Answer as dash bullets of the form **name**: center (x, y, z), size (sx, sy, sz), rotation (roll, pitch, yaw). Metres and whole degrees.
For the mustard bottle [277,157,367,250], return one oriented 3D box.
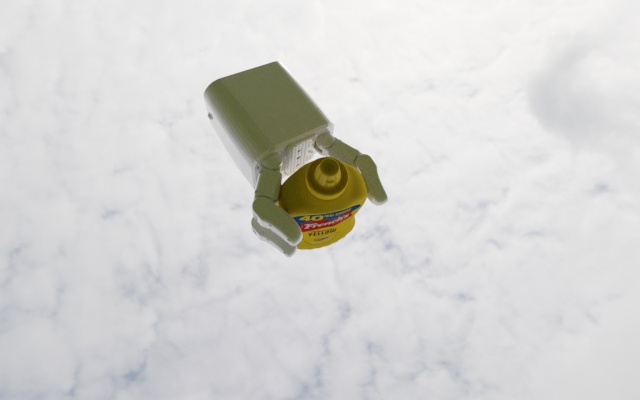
- **mustard bottle**: center (0.000, 0.002, 0.520), size (0.096, 0.058, 0.192), rotation (-9, -19, -8)
